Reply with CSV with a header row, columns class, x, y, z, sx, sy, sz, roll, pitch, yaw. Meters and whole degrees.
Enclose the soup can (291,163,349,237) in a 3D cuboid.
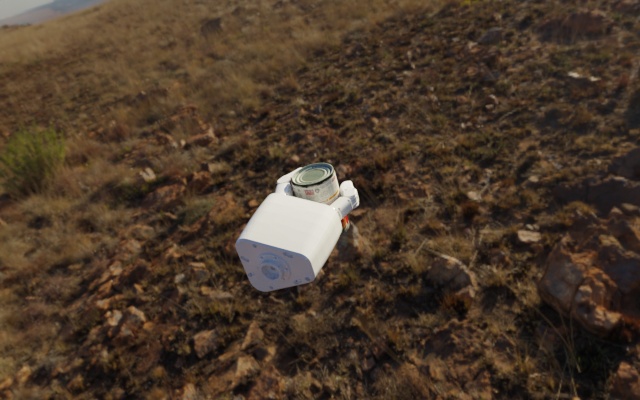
class,x,y,z,sx,sy,sz,roll,pitch,yaw
soup can,0.000,0.002,0.733,0.068,0.102,0.068,-12,30,7
